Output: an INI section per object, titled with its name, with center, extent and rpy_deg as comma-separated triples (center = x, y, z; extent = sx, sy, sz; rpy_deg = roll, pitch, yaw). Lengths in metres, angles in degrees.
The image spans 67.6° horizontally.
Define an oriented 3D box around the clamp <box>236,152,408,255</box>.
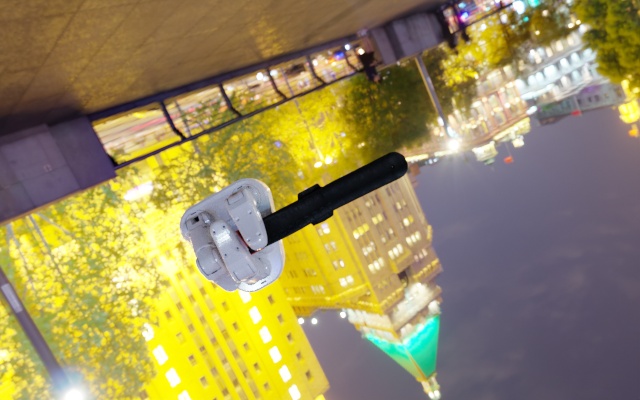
[clamp]
center = 0.000, 0.002, 0.476
extent = 0.171, 0.039, 0.120
rpy_deg = -25, -4, 1
